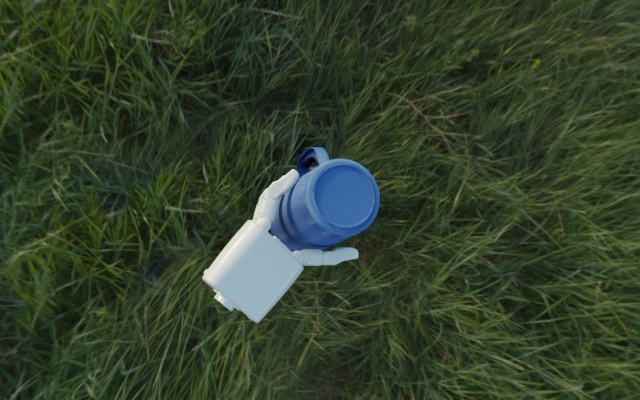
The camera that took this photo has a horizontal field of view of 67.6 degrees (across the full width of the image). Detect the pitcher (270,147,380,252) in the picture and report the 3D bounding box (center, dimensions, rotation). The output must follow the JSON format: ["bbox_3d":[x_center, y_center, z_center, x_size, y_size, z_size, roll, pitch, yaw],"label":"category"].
[{"bbox_3d":[0.000,0.003,0.756,0.149,0.145,0.243,44,-17,-5],"label":"pitcher"}]
